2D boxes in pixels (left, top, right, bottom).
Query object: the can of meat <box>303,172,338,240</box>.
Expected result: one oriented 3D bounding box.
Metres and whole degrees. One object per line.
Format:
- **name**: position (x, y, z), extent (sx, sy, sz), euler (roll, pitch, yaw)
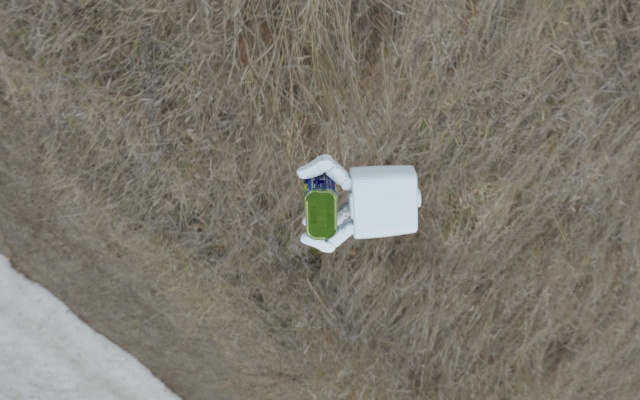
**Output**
- **can of meat**: position (0.000, 0.003, 0.791), extent (0.057, 0.102, 0.084), euler (-2, 33, -1)
